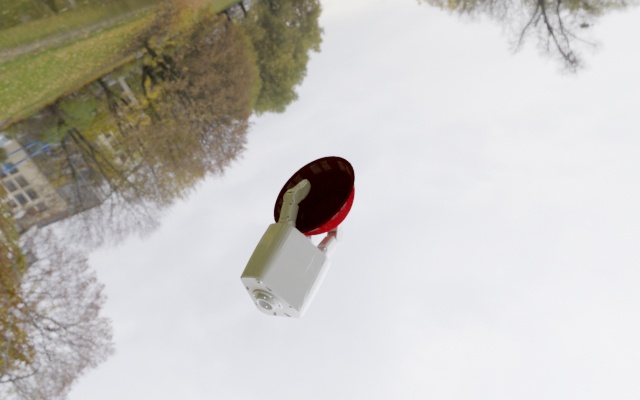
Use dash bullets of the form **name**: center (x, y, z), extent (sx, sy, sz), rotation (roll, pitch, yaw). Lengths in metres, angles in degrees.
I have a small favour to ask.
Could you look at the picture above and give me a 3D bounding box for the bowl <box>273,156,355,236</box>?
- **bowl**: center (0.001, 0.002, 0.812), extent (0.162, 0.162, 0.055), rotation (0, -34, 41)
